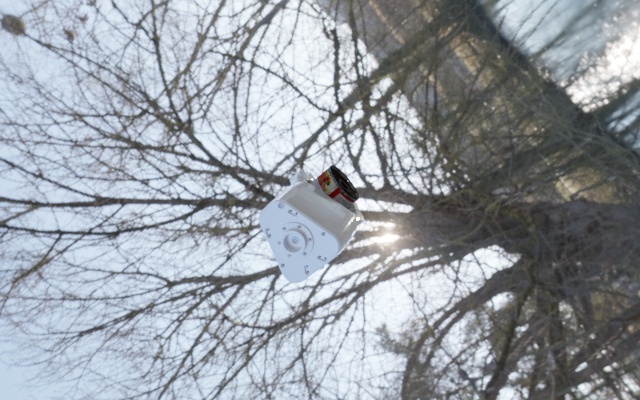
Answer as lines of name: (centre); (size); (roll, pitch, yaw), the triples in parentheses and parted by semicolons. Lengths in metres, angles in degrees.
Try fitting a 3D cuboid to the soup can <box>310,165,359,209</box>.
soup can: (0.000, 0.002, 0.747); (0.102, 0.068, 0.068); (-39, -15, 19)
